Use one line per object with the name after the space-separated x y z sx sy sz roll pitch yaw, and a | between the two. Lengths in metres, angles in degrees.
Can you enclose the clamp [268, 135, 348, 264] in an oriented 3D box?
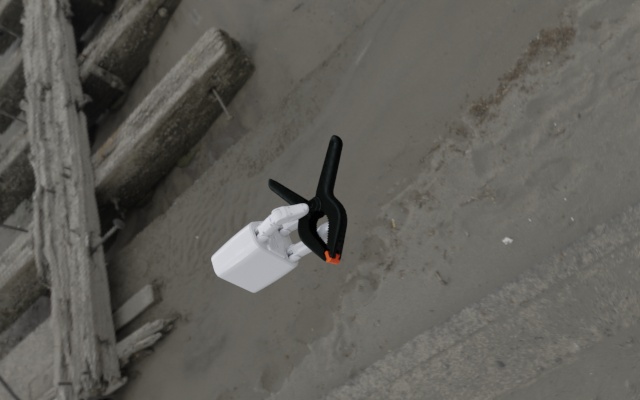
0.000 0.003 0.795 0.164 0.210 0.036 -39 -33 24 | clamp
